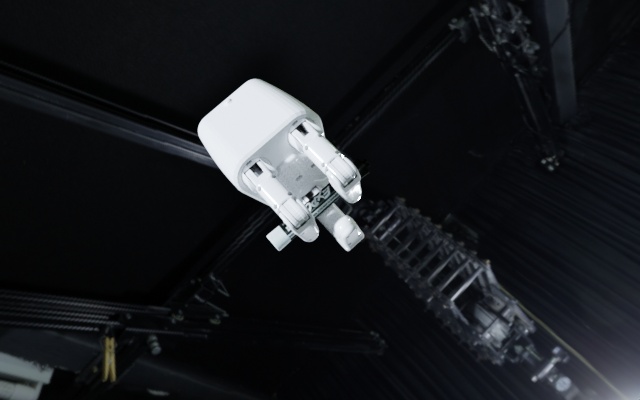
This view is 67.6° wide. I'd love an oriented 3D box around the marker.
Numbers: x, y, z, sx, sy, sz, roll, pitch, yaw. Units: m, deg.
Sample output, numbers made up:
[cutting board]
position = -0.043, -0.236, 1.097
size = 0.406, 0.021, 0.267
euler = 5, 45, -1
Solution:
[marker]
position = 0.000, 0.002, 0.458
size = 0.121, 0.020, 0.020
euler = -41, 5, -6
